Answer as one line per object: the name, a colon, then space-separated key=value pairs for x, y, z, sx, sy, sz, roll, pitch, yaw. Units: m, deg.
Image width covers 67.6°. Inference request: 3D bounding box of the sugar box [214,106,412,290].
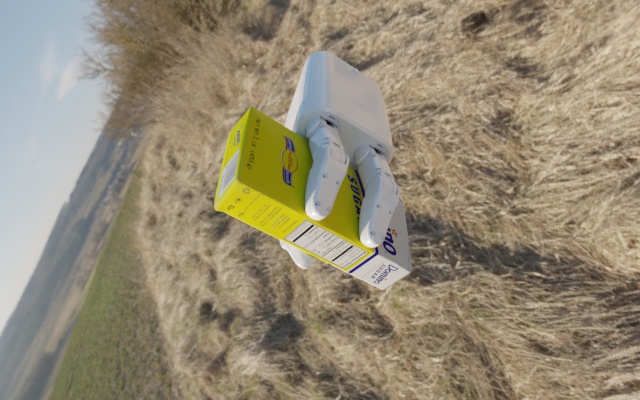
sugar box: x=0.000 y=0.001 z=0.413 sx=0.176 sy=0.093 sz=0.048 roll=26 pitch=-49 yaw=-24
